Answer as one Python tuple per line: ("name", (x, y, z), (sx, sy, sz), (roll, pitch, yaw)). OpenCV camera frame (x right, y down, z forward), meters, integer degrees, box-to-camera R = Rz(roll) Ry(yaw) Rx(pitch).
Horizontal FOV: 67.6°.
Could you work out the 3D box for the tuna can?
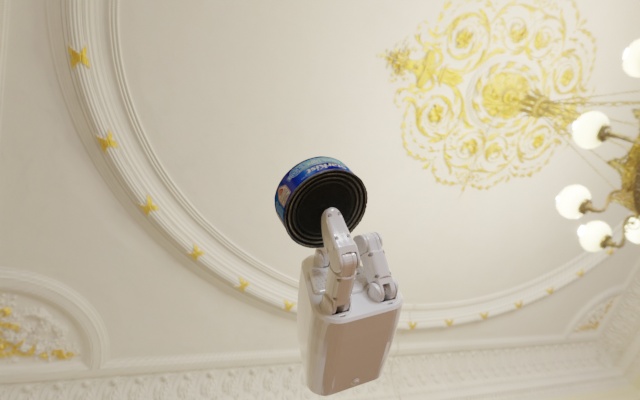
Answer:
("tuna can", (0.000, 0.001, 0.459), (0.086, 0.086, 0.033), (0, 30, -28))
